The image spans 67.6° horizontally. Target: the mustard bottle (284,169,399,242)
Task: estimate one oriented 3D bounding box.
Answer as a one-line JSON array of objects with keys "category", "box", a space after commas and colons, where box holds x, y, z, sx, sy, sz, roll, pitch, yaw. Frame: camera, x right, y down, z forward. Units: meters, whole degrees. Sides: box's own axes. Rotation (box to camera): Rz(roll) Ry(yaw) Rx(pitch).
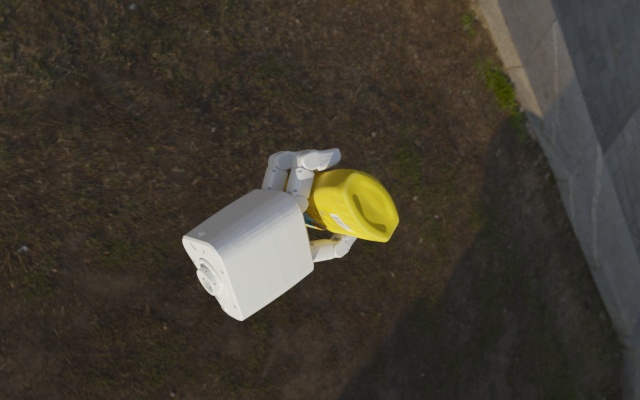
[{"category": "mustard bottle", "box": [0.000, 0.002, 0.591, 0.096, 0.058, 0.191, 44, -22, -31]}]
